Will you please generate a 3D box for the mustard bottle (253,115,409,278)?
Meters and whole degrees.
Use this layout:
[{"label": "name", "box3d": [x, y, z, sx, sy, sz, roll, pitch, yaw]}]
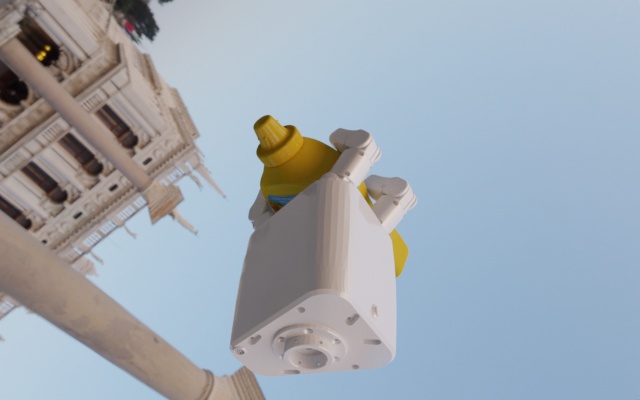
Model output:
[{"label": "mustard bottle", "box3d": [0.000, 0.001, 0.436, 0.096, 0.058, 0.192, -4, -45, 41]}]
